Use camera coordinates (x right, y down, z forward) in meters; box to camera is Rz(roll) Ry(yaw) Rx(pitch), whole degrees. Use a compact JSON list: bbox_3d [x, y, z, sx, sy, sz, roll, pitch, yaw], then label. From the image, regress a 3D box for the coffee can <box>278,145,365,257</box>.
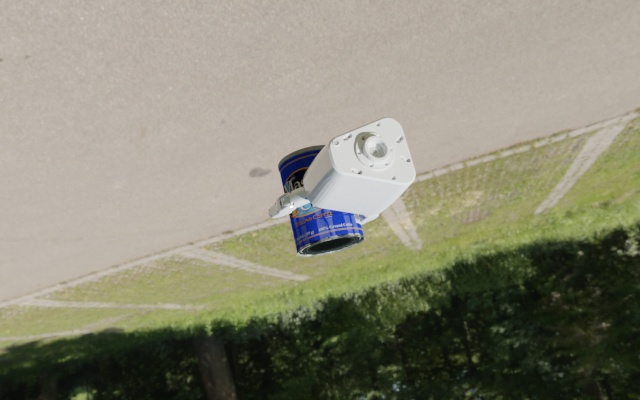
[{"bbox_3d":[0.000,0.002,0.713,0.103,0.140,0.103,-12,-17,-4],"label":"coffee can"}]
